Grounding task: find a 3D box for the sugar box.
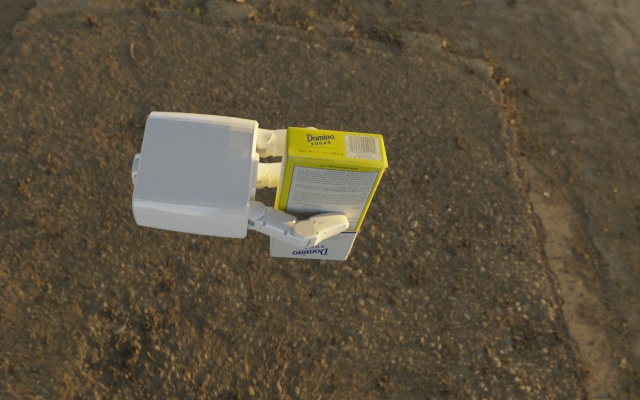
[{"bbox_3d":[0.000,0.001,0.499,0.093,0.048,0.176,4,-34,-10],"label":"sugar box"}]
